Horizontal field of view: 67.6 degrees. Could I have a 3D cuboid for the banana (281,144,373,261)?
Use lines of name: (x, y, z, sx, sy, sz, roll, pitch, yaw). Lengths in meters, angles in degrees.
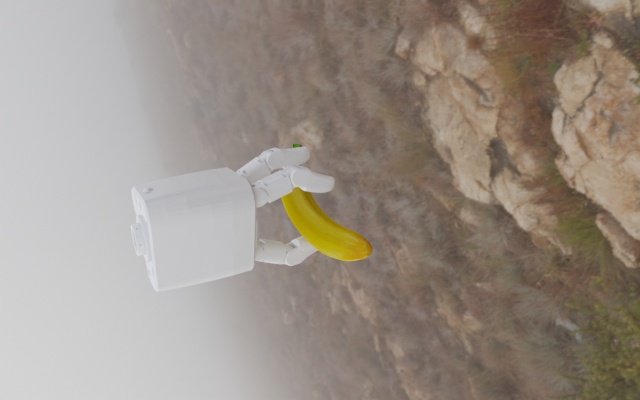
banana: (-0.006, 0.014, 0.556, 0.037, 0.070, 0.197, -6, 42, -30)
